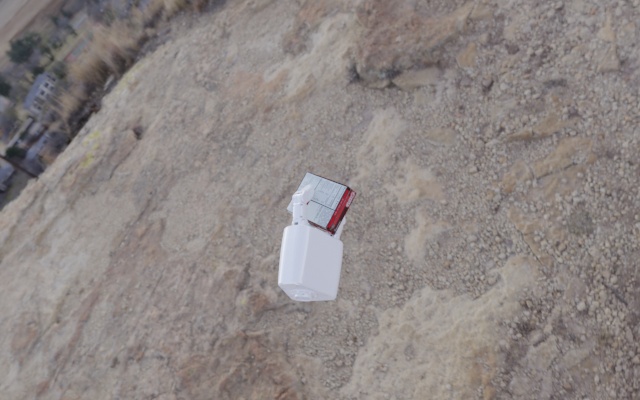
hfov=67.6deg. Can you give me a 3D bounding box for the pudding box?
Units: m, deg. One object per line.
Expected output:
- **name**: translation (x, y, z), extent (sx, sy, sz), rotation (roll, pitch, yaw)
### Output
- **pudding box**: translation (0.000, 0.003, 0.898), extent (0.113, 0.090, 0.039), rotation (23, -10, 38)
